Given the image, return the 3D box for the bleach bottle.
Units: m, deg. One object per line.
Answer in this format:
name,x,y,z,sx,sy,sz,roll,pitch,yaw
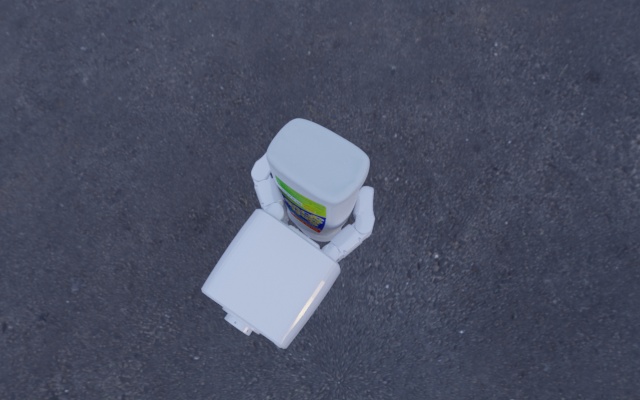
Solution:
bleach bottle,0.000,0.002,0.574,0.102,0.068,0.251,33,-16,13
